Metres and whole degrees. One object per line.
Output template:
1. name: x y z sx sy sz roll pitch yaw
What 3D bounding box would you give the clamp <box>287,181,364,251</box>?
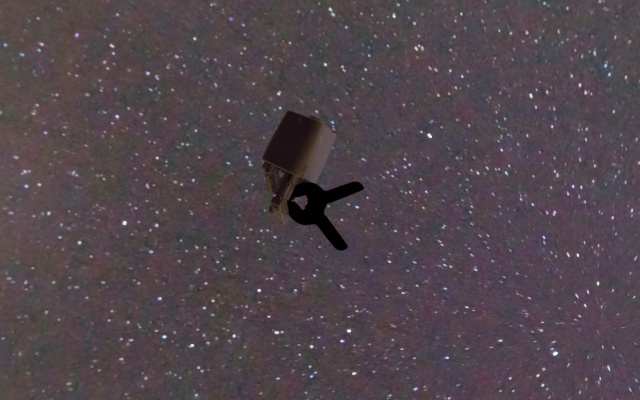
1. clamp: 0.000 0.003 0.853 0.171 0.120 0.039 27 2 32
